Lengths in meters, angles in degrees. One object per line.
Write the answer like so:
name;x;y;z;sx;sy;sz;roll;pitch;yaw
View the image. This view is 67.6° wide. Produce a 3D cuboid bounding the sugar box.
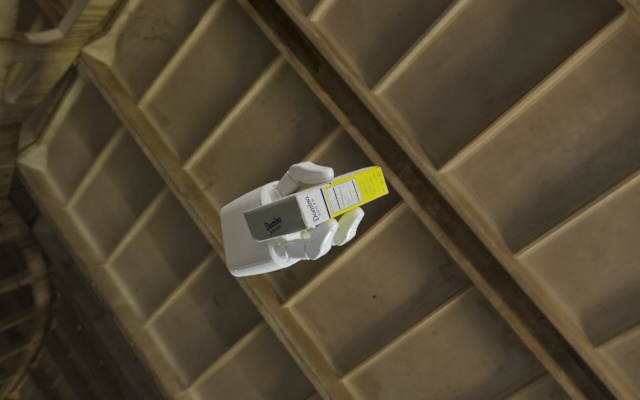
sugar box;0.000;0.002;0.598;0.093;0.048;0.176;-17;5;41
